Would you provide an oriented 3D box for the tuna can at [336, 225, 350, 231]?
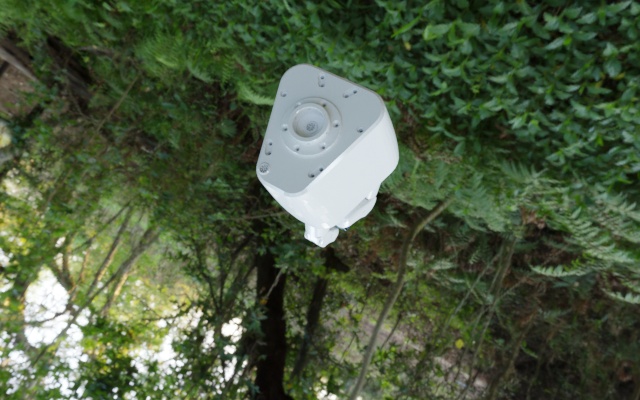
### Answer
[{"bbox_3d":[0.000,0.002,0.548,0.086,0.034,0.086,27,-5,3],"label":"tuna can"}]
